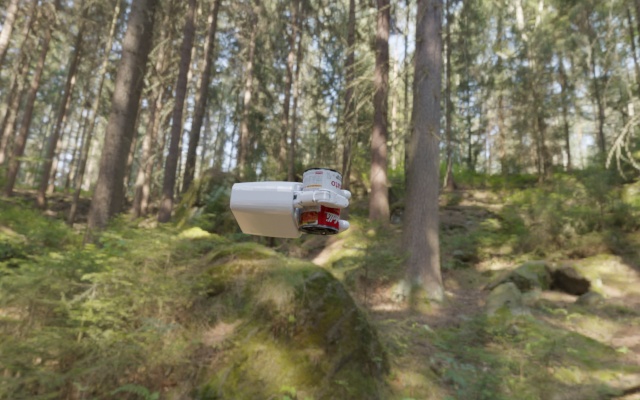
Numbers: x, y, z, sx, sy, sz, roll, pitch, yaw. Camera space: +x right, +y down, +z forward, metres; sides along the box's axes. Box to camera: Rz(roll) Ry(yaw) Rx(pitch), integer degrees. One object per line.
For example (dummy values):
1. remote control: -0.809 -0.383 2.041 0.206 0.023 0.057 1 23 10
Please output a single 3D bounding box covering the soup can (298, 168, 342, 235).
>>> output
1. soup can: 0.001 0.002 0.811 0.068 0.102 0.068 4 -15 1
